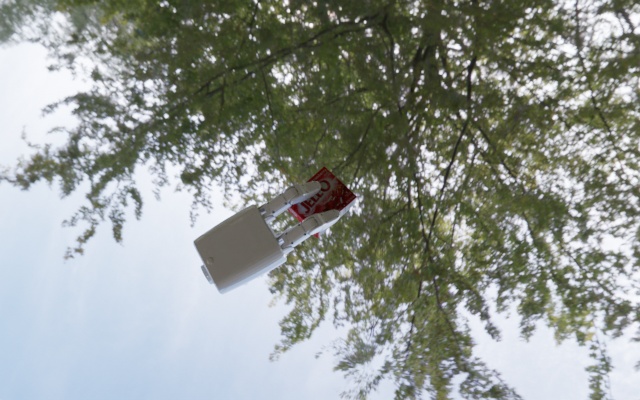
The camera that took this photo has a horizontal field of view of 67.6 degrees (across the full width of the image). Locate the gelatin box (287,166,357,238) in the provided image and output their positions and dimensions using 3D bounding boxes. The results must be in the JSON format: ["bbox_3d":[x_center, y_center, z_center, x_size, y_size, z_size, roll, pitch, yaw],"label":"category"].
[{"bbox_3d":[0.000,0.002,0.738,0.089,0.073,0.030,-41,-16,-17],"label":"gelatin box"}]
